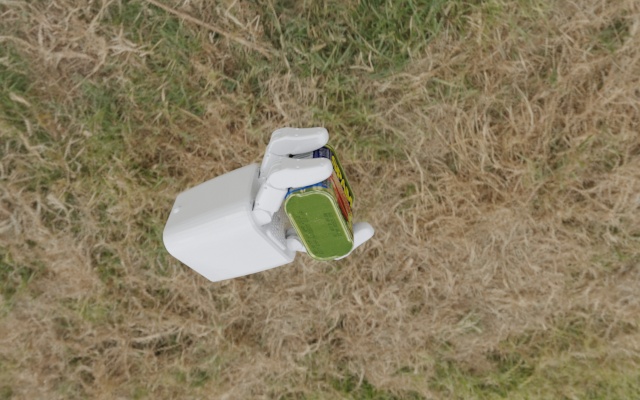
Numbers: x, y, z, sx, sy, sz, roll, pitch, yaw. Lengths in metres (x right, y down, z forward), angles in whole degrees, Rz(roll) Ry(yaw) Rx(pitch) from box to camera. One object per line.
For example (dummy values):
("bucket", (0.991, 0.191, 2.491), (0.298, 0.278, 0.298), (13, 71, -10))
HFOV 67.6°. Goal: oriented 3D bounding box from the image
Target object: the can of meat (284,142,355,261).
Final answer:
("can of meat", (0.000, 0.002, 0.509), (0.057, 0.102, 0.084), (-15, 37, 14))
